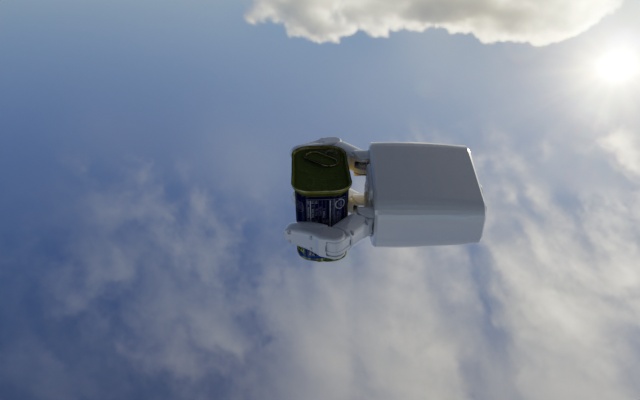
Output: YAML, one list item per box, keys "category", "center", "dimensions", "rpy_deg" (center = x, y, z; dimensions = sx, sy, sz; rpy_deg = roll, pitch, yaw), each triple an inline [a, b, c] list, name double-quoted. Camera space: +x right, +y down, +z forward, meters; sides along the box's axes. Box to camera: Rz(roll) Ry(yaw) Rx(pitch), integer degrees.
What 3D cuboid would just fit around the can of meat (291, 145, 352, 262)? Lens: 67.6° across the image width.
- category: "can of meat"
  center: [0.000, 0.002, 0.494]
  dimensions: [0.057, 0.084, 0.102]
  rpy_deg: [-2, 31, -2]
